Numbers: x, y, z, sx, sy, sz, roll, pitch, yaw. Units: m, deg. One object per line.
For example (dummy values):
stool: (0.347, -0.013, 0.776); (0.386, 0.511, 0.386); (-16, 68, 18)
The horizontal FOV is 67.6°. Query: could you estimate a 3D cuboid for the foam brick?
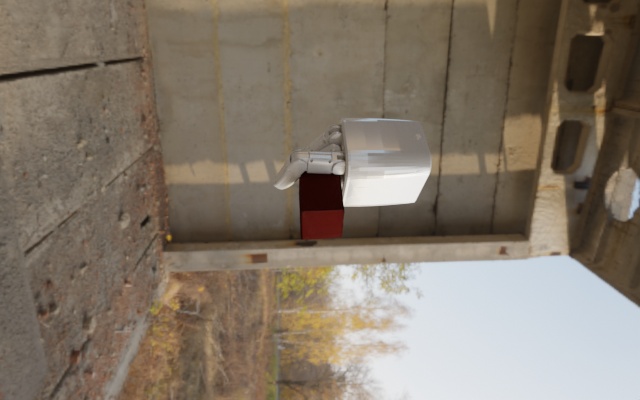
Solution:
foam brick: (0.000, 0.002, 0.587); (0.051, 0.078, 0.053); (-1, -43, -4)
